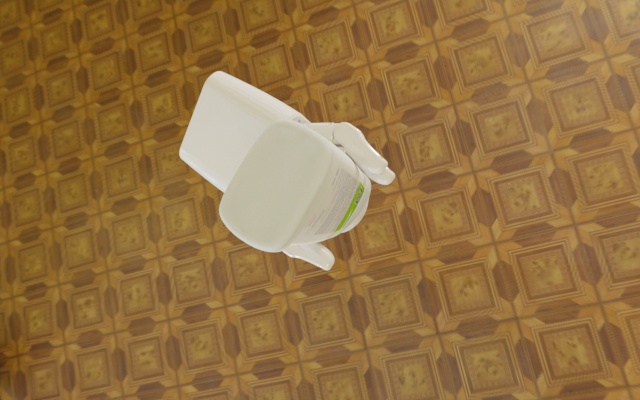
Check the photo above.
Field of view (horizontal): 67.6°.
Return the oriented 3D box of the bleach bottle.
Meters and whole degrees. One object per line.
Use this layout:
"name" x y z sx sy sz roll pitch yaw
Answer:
"bleach bottle" 0.000 0.001 0.472 0.068 0.102 0.251 32 2 17
